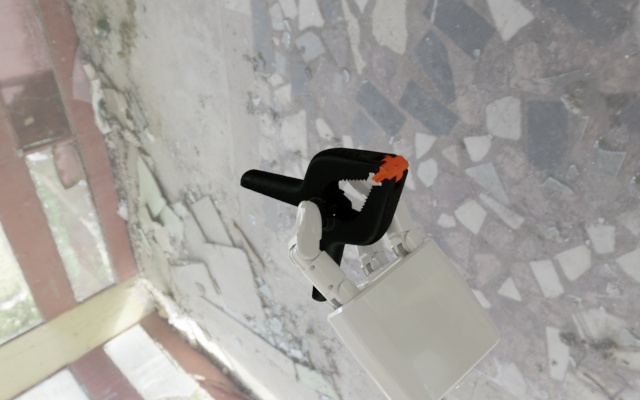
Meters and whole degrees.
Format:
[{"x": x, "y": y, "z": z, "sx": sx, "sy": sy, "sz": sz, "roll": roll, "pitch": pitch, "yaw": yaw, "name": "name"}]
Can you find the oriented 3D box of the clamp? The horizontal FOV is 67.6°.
[{"x": 0.000, "y": 0.002, "z": 0.454, "sx": 0.036, "sy": 0.164, "sz": 0.210, "roll": -33, "pitch": -7, "yaw": -38, "name": "clamp"}]
